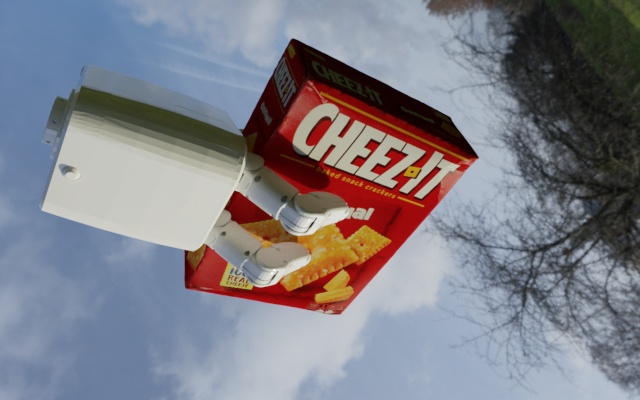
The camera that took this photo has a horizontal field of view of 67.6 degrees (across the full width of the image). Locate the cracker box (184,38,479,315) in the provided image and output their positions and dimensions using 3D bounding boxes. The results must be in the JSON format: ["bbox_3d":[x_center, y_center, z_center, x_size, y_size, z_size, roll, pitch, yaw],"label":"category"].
[{"bbox_3d":[0.000,0.001,0.407,0.164,0.214,0.072,18,34,-29],"label":"cracker box"}]
